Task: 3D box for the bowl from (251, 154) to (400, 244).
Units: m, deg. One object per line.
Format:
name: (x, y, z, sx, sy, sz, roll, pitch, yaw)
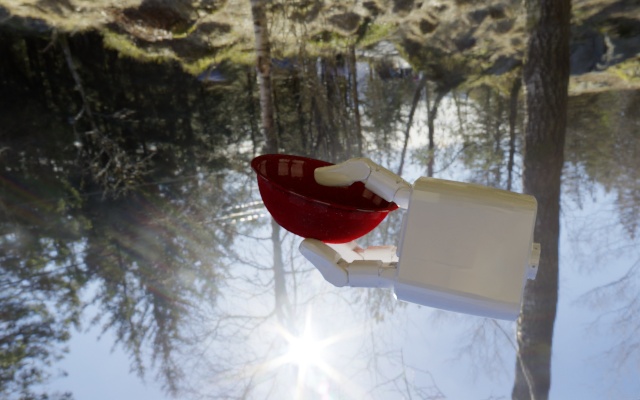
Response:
bowl: (-0.001, 0.002, 0.507, 0.162, 0.055, 0.162, 15, 17, -5)
